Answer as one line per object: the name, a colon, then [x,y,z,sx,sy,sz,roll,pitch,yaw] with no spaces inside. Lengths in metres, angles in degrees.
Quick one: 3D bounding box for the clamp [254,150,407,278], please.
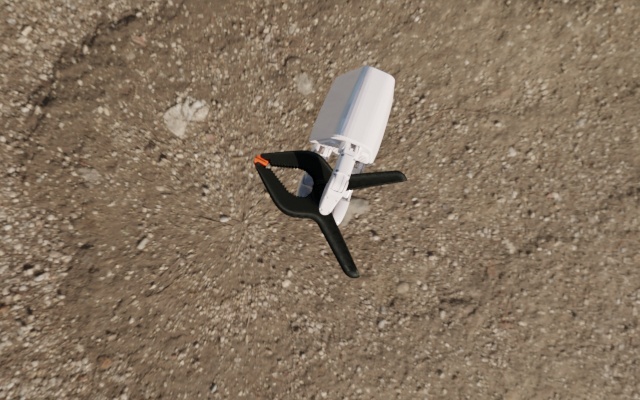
clamp: [0.000,0.002,0.655,0.210,0.164,0.036,21,-8,-8]
